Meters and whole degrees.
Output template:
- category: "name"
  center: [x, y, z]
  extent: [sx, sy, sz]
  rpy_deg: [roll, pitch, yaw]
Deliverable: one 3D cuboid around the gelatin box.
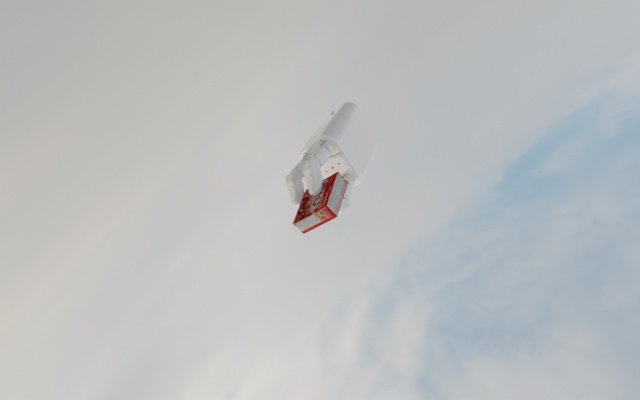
- category: "gelatin box"
  center: [0.000, 0.003, 0.758]
  extent: [0.073, 0.030, 0.089]
  rpy_deg: [-28, 28, 35]
